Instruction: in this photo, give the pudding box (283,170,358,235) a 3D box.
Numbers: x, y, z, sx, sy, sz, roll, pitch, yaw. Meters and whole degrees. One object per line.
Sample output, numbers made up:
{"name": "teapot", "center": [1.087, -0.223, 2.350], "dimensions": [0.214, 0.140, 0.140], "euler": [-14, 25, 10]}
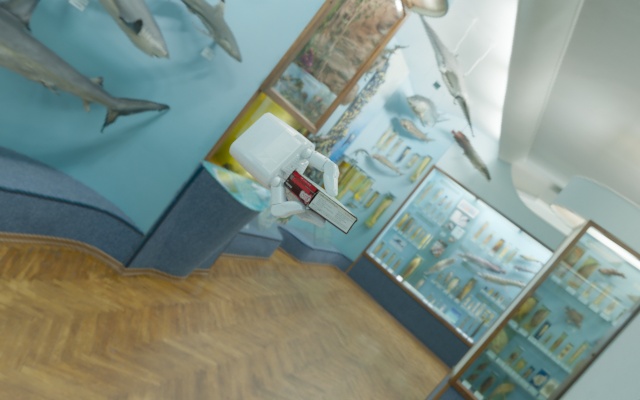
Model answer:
{"name": "pudding box", "center": [0.000, 0.003, 0.816], "dimensions": [0.113, 0.039, 0.090], "euler": [34, 6, -40]}
